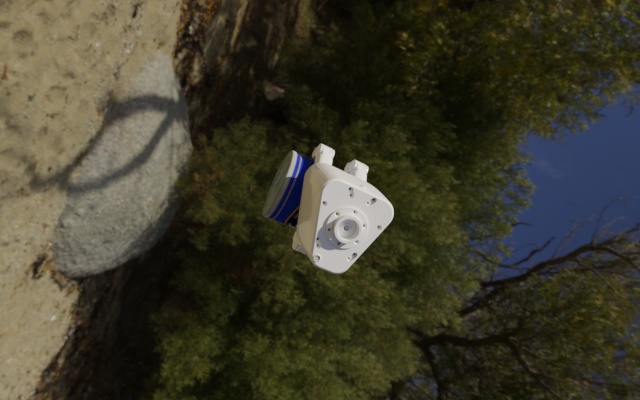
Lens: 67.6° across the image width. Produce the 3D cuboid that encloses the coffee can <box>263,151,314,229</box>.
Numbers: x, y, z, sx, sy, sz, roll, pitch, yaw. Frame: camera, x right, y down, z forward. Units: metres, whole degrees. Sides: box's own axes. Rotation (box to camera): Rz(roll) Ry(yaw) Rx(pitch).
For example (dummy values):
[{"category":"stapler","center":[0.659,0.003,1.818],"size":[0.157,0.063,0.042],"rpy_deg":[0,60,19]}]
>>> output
[{"category":"coffee can","center":[0.000,0.002,0.698],"size":[0.140,0.103,0.103],"rpy_deg":[24,-6,-14]}]
